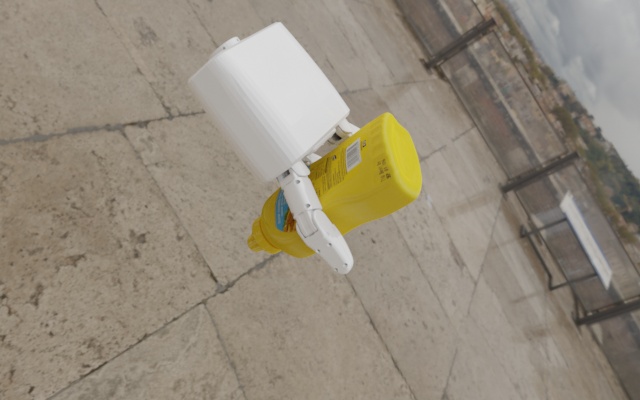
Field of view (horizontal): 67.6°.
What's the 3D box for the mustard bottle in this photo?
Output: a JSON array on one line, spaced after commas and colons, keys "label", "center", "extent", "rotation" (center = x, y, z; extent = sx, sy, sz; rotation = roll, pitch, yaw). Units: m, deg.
[{"label": "mustard bottle", "center": [0.000, 0.002, 0.450], "extent": [0.192, 0.096, 0.058], "rotation": [-32, -53, 29]}]
